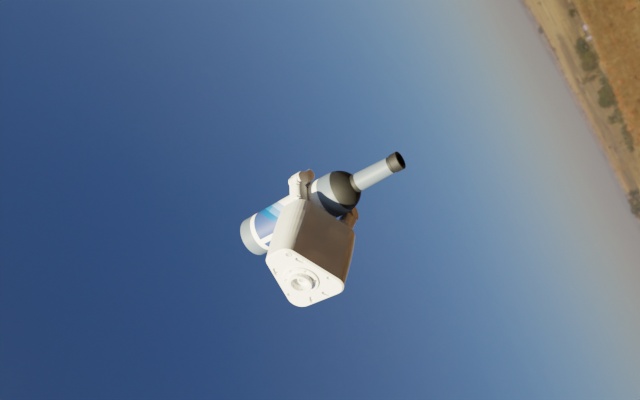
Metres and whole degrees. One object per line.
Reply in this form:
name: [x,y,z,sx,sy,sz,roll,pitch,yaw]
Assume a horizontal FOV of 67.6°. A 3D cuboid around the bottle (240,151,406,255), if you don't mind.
bottle: [0.000,0.002,0.747,0.296,0.069,0.069,-28,-15,29]
